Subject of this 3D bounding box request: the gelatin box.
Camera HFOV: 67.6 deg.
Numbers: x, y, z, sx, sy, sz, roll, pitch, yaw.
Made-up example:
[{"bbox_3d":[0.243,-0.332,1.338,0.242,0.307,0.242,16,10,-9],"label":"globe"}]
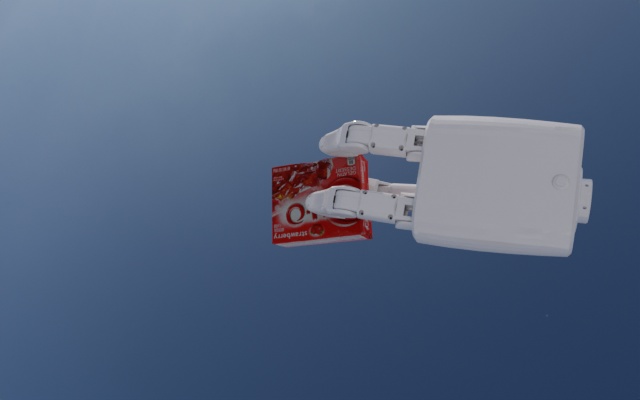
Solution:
[{"bbox_3d":[0.000,0.002,0.431,0.089,0.073,0.030,-7,-15,22],"label":"gelatin box"}]
